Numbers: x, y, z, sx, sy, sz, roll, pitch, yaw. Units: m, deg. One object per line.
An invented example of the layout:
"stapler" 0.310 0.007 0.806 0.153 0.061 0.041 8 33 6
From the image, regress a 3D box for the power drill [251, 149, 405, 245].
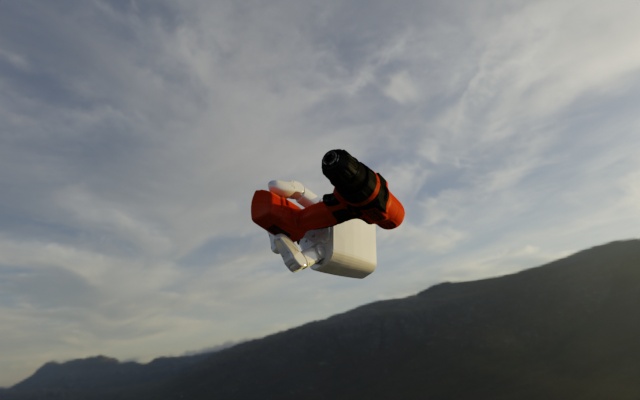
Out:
"power drill" 0.000 0.002 0.649 0.187 0.057 0.184 -12 -32 30
